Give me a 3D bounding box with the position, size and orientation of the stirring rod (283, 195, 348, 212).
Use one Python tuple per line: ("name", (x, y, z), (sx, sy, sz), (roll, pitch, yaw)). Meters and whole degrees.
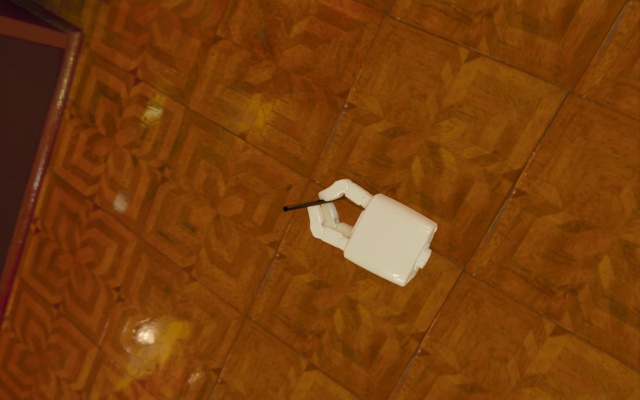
("stirring rod", (0.000, 0.003, 0.784), (0.011, 0.011, 0.239), (0, 4, 25))
